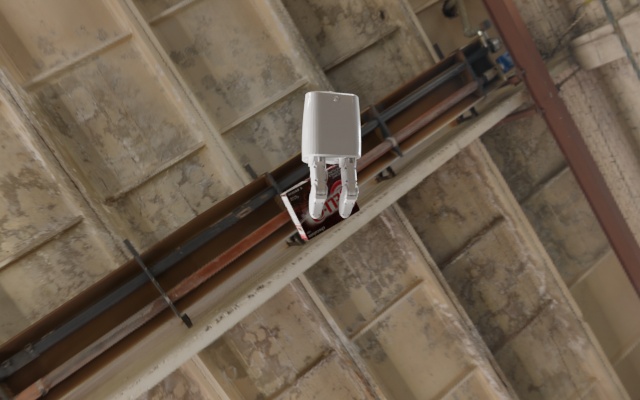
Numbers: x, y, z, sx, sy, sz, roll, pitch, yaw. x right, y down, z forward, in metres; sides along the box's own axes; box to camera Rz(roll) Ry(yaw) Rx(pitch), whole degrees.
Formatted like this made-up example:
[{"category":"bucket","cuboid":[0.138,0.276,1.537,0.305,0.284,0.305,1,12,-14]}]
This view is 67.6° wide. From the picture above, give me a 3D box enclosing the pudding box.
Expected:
[{"category":"pudding box","cuboid":[0.000,0.003,0.816,0.113,0.090,0.039,-29,10,-18]}]
